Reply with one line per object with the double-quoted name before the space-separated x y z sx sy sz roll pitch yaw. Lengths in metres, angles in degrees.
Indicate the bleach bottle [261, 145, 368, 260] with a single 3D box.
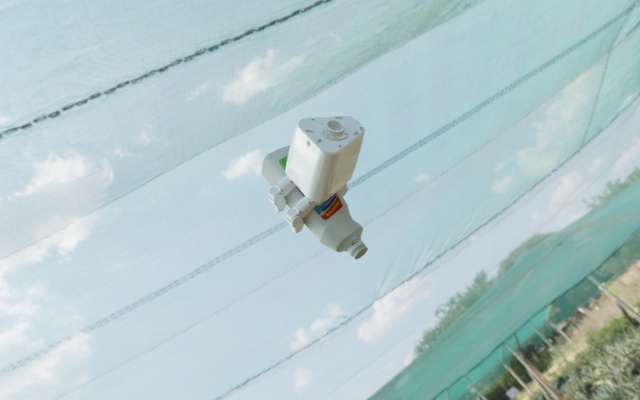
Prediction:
"bleach bottle" 0.000 0.003 0.851 0.102 0.068 0.250 -23 57 -32
